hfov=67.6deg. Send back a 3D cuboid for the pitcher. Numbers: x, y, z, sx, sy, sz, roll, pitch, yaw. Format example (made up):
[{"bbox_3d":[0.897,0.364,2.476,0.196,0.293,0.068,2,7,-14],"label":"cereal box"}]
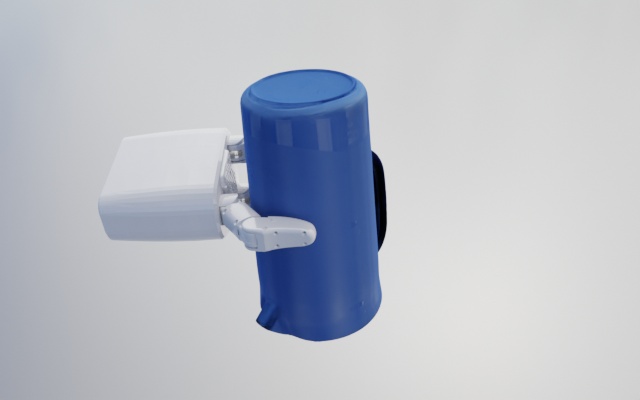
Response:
[{"bbox_3d":[0.000,0.002,0.467,0.145,0.243,0.149,-2,32,2],"label":"pitcher"}]
